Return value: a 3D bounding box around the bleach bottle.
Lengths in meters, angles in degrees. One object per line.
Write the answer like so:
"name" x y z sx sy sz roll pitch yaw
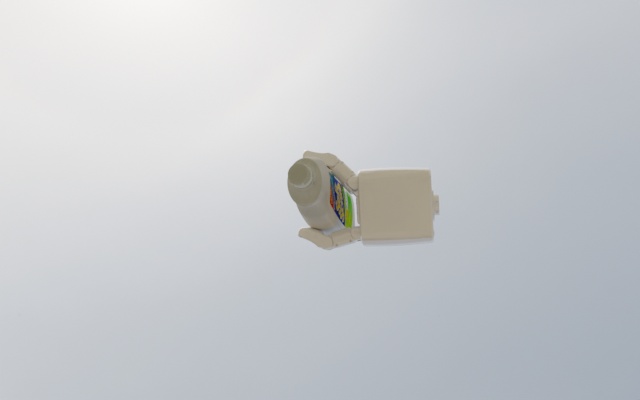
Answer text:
"bleach bottle" 0.000 0.002 0.732 0.068 0.102 0.251 -3 -14 13
